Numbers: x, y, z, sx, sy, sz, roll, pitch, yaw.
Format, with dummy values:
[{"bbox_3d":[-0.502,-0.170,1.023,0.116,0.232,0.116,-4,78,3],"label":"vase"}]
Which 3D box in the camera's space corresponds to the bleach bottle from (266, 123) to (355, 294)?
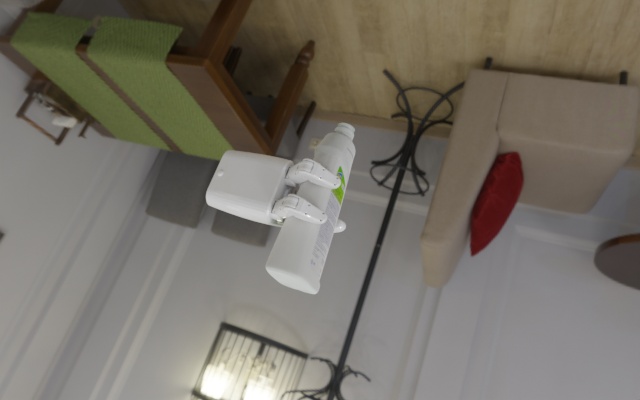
[{"bbox_3d":[0.000,0.002,0.701,0.068,0.250,0.103,14,-21,18],"label":"bleach bottle"}]
